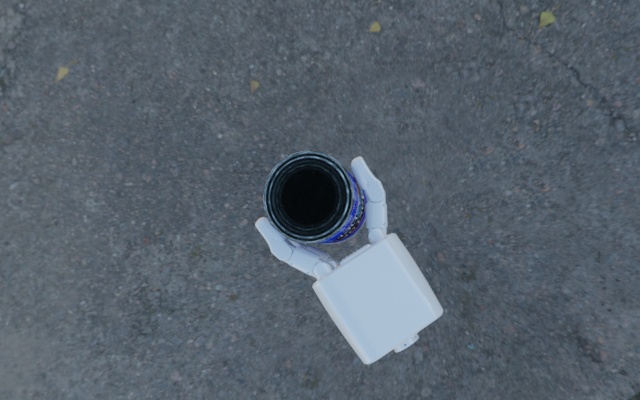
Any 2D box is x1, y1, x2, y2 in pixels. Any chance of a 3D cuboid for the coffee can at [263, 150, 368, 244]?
[{"bbox_3d":[0.000,0.002,0.586,0.103,0.103,0.140,0,-5,12],"label":"coffee can"}]
